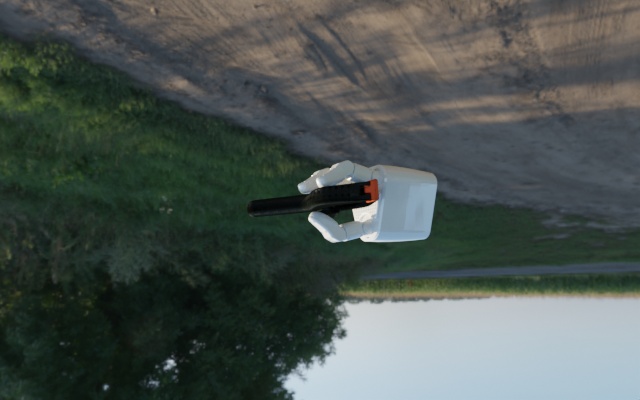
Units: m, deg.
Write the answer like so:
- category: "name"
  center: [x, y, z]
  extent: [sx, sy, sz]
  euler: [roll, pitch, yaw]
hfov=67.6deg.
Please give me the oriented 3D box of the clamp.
- category: "clamp"
  center: [0.001, 0.003, 0.687]
  extent: [0.164, 0.036, 0.210]
  euler: [0, -9, -30]
